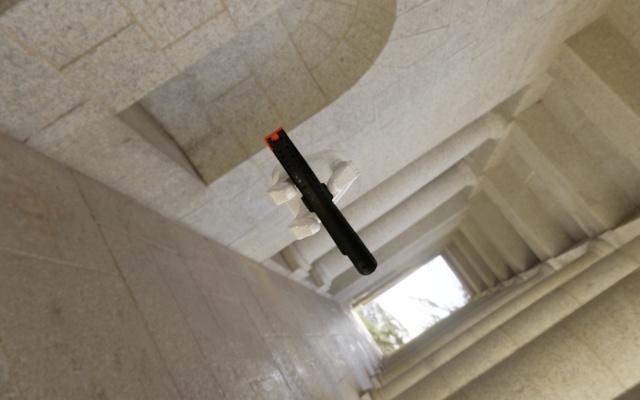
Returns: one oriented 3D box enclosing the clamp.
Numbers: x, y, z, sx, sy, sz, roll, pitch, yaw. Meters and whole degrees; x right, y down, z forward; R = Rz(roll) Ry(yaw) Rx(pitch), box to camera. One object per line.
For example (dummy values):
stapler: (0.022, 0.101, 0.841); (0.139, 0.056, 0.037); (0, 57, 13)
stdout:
clamp: (0.000, 0.001, 0.605); (0.036, 0.210, 0.164); (-35, 12, -4)
